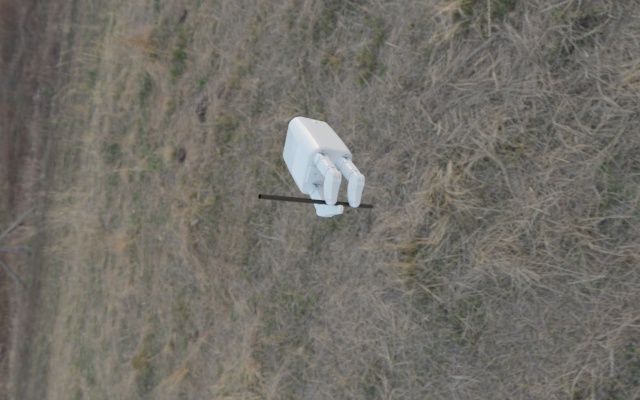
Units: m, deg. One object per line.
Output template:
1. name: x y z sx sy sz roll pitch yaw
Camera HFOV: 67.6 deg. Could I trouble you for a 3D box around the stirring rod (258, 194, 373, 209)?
1. stirring rod: 0.000 0.003 0.818 0.239 0.011 0.011 5 -3 -37
